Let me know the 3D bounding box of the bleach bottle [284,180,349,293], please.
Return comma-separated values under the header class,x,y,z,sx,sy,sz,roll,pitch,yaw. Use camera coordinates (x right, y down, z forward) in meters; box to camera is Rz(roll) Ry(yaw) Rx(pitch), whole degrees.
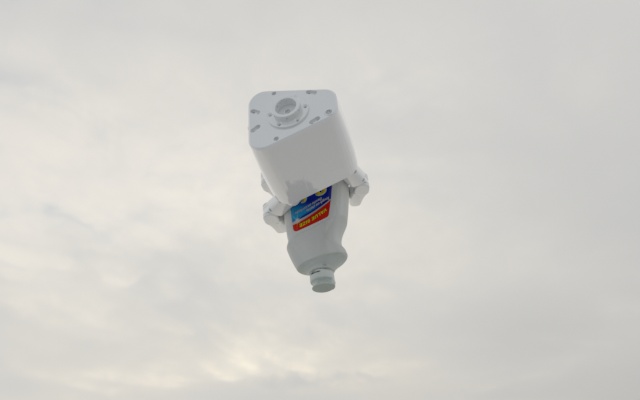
class,x,y,z,sx,sy,sz,roll,pitch,yaw
bleach bottle,0.000,0.002,0.647,0.102,0.250,0.068,-13,-35,9
